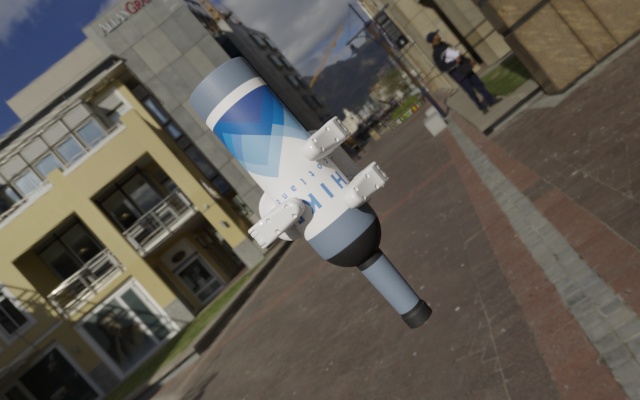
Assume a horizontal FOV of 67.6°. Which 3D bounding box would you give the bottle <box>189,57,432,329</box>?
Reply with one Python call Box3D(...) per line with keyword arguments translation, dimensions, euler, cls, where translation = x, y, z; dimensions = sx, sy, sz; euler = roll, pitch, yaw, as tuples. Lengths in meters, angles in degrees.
Box3D(translation=(0.000, 0.001, 0.448), dimensions=(0.069, 0.296, 0.069), euler=(-41, 3, 2), cls="bottle")
